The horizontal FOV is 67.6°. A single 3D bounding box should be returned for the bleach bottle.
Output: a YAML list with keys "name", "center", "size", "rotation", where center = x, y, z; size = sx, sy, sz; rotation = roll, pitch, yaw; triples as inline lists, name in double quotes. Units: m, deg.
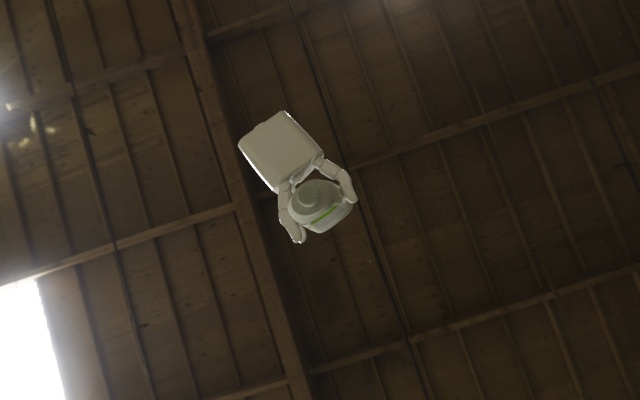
- name: "bleach bottle"
  center: [0.000, 0.003, 0.823]
  size: [0.102, 0.068, 0.251]
  rotation: [-40, -10, 0]
